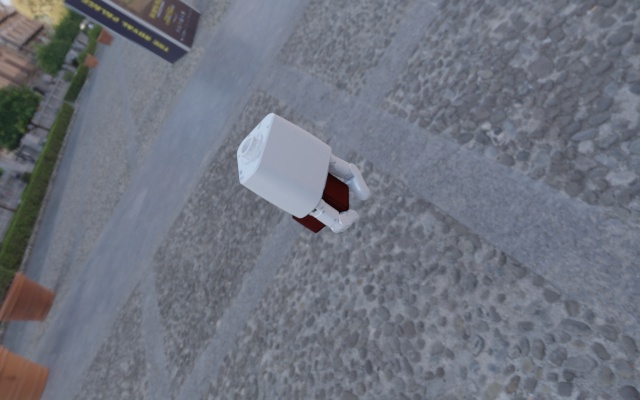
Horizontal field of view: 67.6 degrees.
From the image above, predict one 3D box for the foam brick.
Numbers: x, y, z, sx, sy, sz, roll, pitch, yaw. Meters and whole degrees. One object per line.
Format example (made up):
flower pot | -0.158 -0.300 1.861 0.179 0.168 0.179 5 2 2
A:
foam brick | 0.000 0.003 0.733 0.051 0.053 0.078 31 -51 -26
